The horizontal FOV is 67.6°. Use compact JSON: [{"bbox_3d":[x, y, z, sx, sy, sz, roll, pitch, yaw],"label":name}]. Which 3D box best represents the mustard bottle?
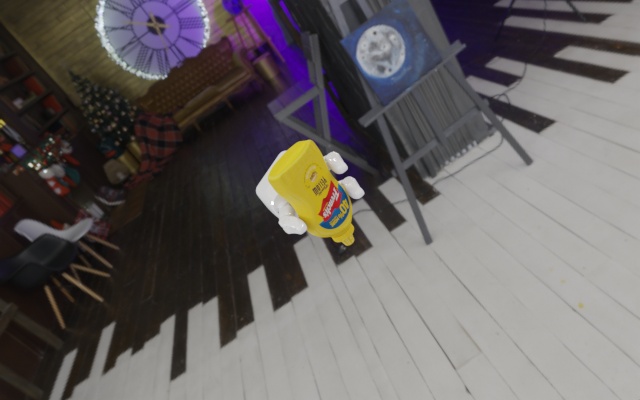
[{"bbox_3d":[0.000,0.002,0.779,0.058,0.192,0.096,-3,42,47],"label":"mustard bottle"}]
